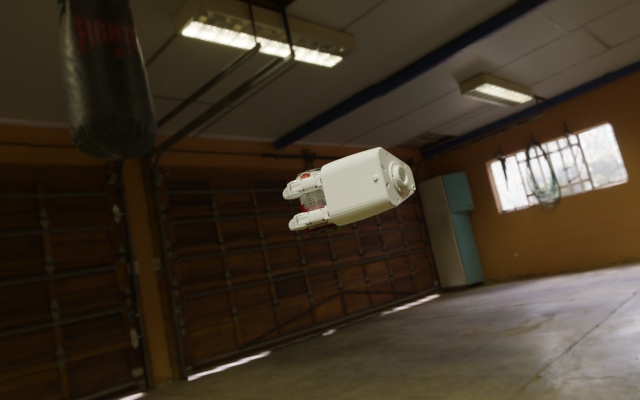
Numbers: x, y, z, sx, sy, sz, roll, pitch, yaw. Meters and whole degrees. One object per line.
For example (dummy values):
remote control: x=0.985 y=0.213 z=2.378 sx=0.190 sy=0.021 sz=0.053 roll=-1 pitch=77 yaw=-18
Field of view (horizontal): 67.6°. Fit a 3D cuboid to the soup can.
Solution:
soup can: x=0.000 y=0.002 z=0.810 sx=0.068 sy=0.102 sz=0.068 roll=-12 pitch=-9 yaw=-2
